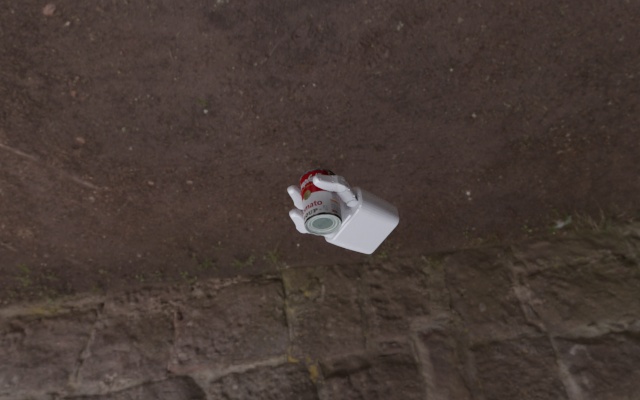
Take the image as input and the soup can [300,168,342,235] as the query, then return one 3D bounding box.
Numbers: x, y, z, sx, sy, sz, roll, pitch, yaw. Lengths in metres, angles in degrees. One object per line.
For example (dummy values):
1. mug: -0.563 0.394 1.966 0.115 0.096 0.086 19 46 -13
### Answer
1. soup can: 0.000 0.003 0.852 0.068 0.102 0.069 -4 -37 -3
